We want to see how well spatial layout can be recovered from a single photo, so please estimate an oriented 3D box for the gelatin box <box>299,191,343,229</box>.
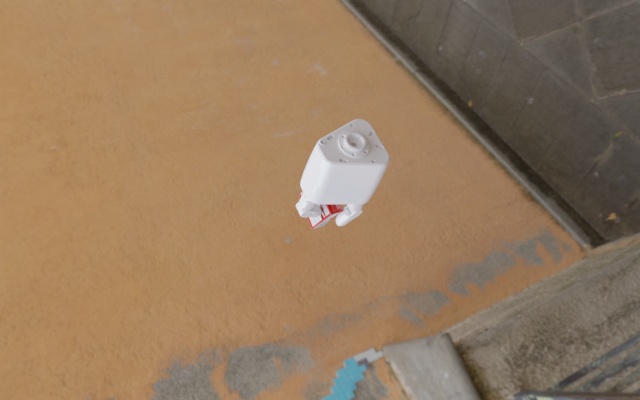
[{"bbox_3d":[0.000,0.003,0.871,0.030,0.073,0.089,-15,-14,-29],"label":"gelatin box"}]
